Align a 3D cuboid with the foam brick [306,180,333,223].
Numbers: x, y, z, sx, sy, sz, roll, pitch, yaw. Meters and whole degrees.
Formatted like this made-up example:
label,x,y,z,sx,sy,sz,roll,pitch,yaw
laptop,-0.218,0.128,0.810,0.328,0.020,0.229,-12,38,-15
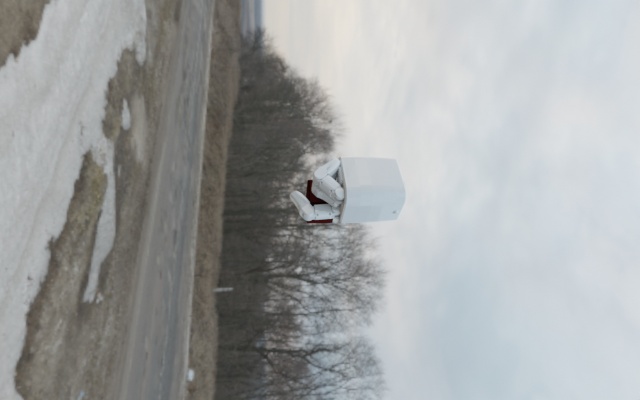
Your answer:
label,x,y,z,sx,sy,sz,roll,pitch,yaw
foam brick,0.000,0.003,0.890,0.051,0.053,0.078,-1,-30,-6
